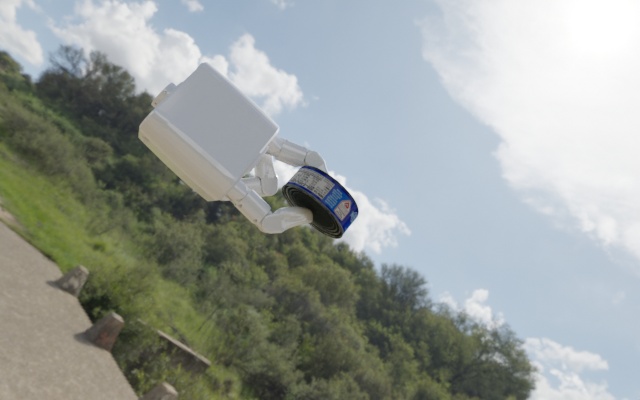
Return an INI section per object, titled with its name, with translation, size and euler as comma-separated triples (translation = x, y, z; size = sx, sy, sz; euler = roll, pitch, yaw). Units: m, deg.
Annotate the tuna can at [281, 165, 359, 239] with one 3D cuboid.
[tuna can]
translation = 0.000, 0.001, 0.530
size = 0.086, 0.033, 0.086
euler = 36, -19, 14
